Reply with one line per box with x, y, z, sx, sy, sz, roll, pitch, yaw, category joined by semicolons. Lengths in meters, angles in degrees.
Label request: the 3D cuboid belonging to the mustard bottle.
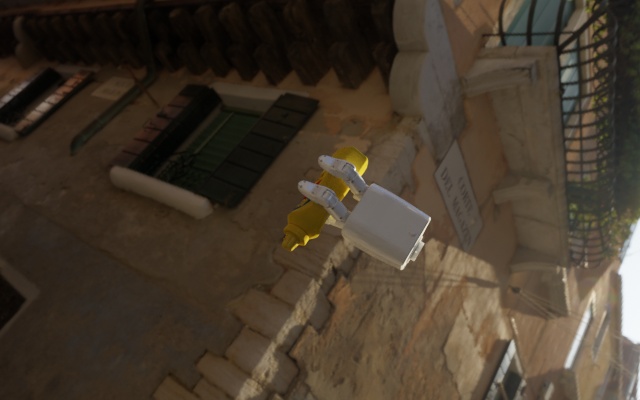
0.000;0.002;0.772;0.058;0.191;0.096;39;-23;-9;mustard bottle
